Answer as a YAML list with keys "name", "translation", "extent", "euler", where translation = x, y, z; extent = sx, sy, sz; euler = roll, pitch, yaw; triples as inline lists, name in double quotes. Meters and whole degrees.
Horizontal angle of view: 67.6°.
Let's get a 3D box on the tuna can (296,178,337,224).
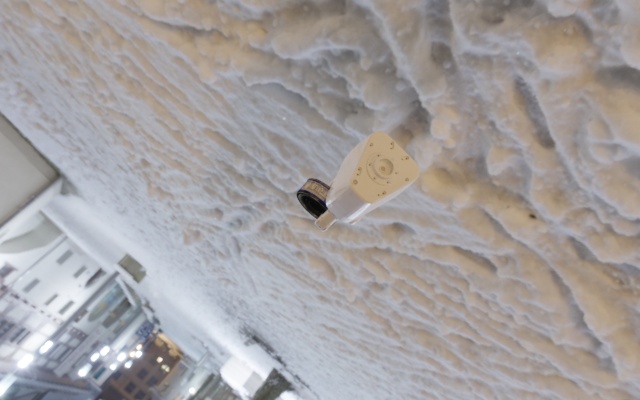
- name: "tuna can"
  translation: [0.000, 0.003, 0.830]
  extent: [0.086, 0.033, 0.086]
  euler: [35, -20, 15]
